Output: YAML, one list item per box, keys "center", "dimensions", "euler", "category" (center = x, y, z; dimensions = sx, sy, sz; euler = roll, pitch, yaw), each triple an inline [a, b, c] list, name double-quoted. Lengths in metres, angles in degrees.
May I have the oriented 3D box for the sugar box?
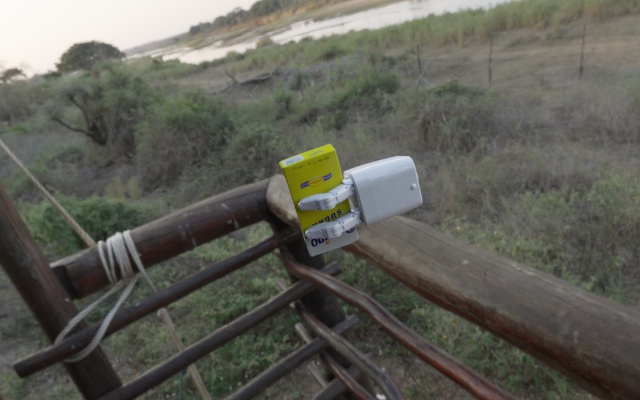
- center: [0.000, 0.003, 0.813]
  dimensions: [0.093, 0.176, 0.048]
  euler: [-19, 23, -4]
  category: "sugar box"
